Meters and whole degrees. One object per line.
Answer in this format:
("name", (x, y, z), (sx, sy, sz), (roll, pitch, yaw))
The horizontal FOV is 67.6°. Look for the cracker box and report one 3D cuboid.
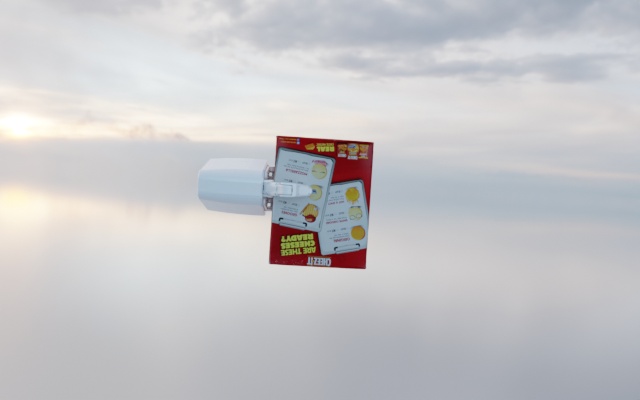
("cracker box", (0.000, 0.002, 0.814), (0.164, 0.213, 0.072), (3, 2, -2))
